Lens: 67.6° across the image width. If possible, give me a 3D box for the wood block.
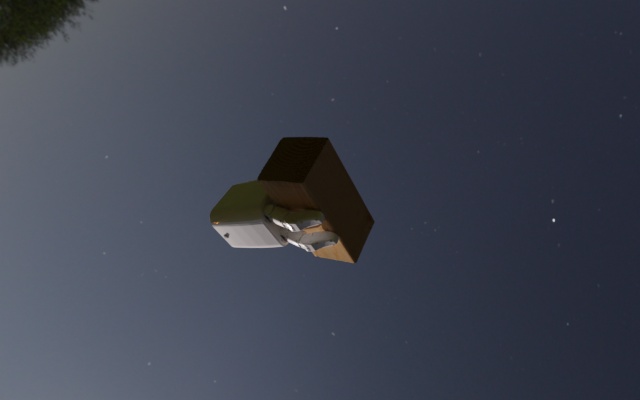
[{"bbox_3d":[0.000,0.002,0.766,0.090,0.090,0.206,5,-35,34],"label":"wood block"}]
